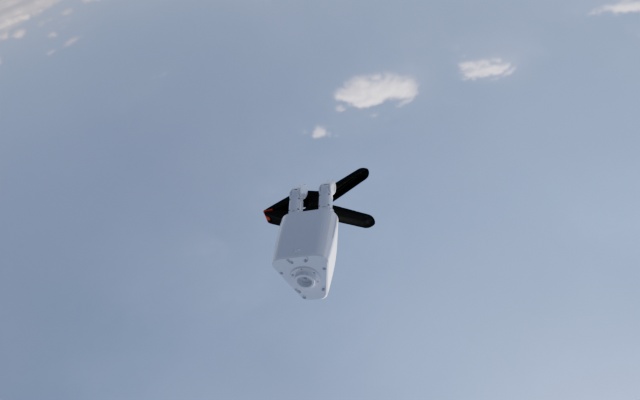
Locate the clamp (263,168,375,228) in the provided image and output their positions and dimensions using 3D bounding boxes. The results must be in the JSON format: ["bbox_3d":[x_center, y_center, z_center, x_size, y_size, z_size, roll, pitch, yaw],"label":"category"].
[{"bbox_3d":[0.000,0.004,0.880,0.210,0.036,0.164,-8,35,15],"label":"clamp"}]
